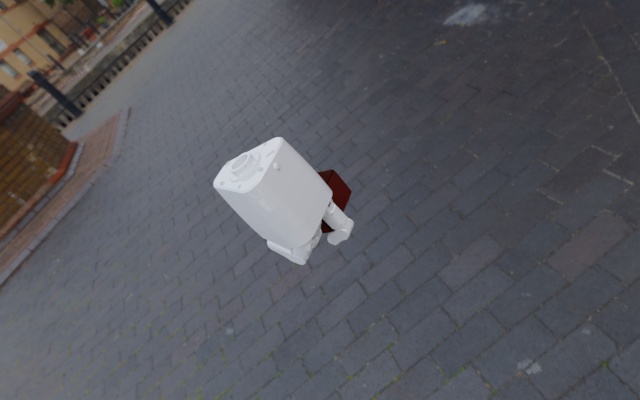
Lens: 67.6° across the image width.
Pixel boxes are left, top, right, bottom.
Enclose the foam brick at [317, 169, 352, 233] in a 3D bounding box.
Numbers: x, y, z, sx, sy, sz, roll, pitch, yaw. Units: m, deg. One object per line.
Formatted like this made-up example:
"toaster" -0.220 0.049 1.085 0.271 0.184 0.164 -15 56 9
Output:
"foam brick" 0.000 0.002 0.682 0.053 0.078 0.051 -9 -46 42
